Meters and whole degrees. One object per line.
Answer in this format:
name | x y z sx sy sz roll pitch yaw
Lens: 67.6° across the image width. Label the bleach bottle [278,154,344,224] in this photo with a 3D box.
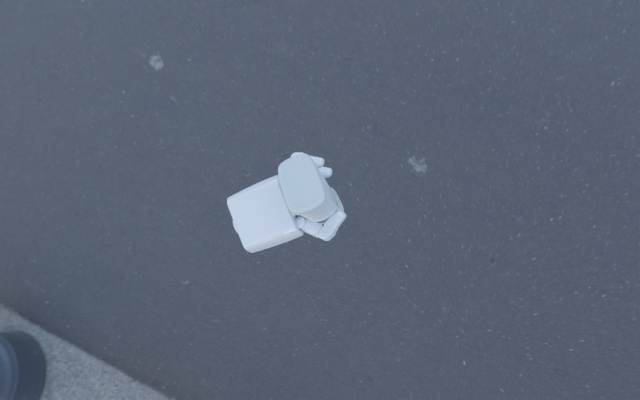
bleach bottle | 0.000 0.003 0.874 0.068 0.102 0.251 -22 -20 9
